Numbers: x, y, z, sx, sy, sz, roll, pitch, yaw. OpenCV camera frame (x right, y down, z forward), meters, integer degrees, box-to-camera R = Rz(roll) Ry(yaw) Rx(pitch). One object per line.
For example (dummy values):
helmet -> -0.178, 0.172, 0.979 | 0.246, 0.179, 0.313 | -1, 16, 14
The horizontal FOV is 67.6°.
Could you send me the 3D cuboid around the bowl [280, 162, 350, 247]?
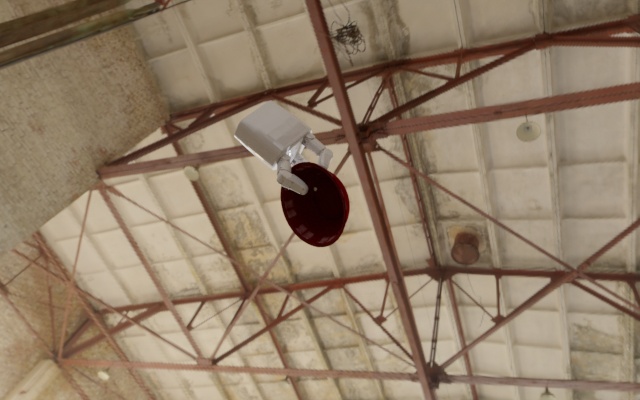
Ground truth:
bowl -> 0.001, 0.004, 0.893 | 0.162, 0.162, 0.055 | 0, 14, 42
